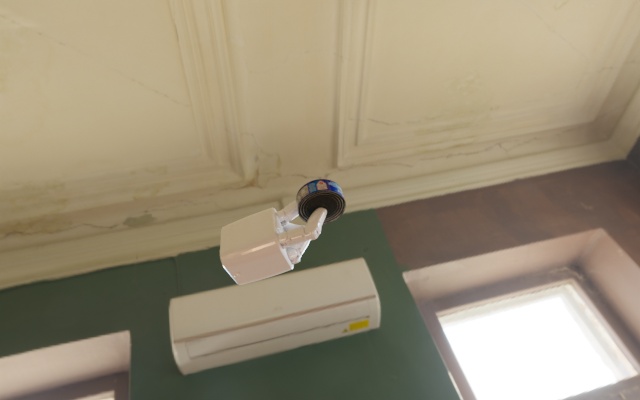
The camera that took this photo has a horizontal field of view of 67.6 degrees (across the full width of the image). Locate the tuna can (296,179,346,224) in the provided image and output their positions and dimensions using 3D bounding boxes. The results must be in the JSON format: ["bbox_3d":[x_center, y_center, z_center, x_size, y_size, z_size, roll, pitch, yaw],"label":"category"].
[{"bbox_3d":[0.000,0.002,0.848,0.086,0.033,0.086,-7,-43,-7],"label":"tuna can"}]
